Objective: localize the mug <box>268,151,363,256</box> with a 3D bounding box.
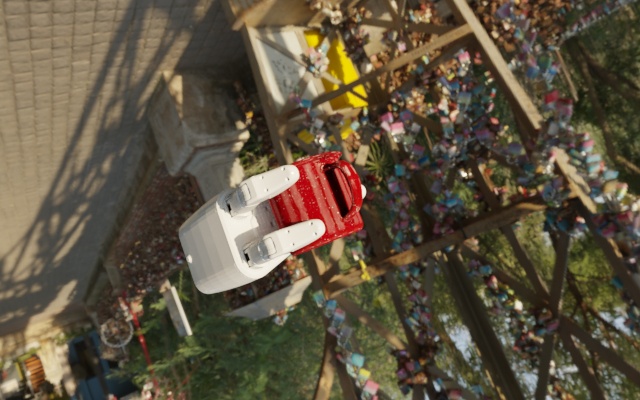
[{"bbox_3d":[0.001,0.001,0.479,0.093,0.081,0.117,-16,-8,-43],"label":"mug"}]
